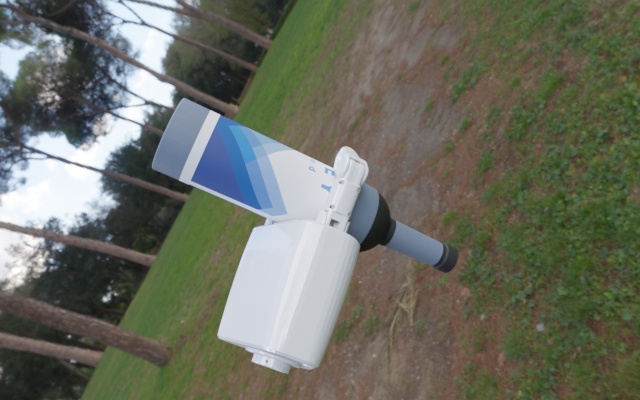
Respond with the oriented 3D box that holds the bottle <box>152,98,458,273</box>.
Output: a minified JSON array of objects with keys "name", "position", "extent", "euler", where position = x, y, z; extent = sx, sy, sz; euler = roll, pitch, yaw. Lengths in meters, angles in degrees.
[{"name":"bottle","position":[0.000,0.001,0.443],"extent":[0.296,0.069,0.069],"euler":[24,-6,-14]}]
